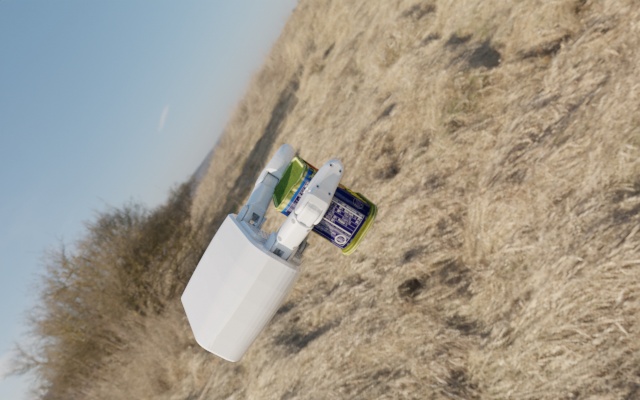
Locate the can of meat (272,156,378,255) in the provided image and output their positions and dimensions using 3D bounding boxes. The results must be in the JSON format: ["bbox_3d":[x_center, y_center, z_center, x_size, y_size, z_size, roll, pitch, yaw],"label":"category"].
[{"bbox_3d":[0.000,0.001,0.485,0.084,0.057,0.102,32,5,-14],"label":"can of meat"}]
